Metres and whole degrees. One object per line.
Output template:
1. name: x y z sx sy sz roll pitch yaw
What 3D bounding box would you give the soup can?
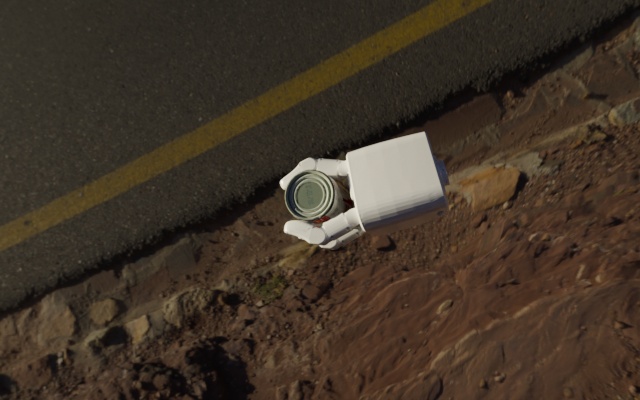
1. soup can: 0.000 0.002 0.642 0.068 0.068 0.102 0 -10 17
